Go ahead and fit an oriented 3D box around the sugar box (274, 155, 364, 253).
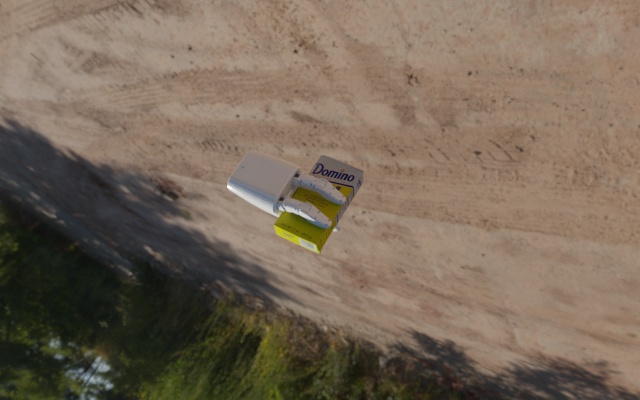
[{"bbox_3d":[0.000,0.003,0.881,0.093,0.176,0.048,23,-24,19],"label":"sugar box"}]
